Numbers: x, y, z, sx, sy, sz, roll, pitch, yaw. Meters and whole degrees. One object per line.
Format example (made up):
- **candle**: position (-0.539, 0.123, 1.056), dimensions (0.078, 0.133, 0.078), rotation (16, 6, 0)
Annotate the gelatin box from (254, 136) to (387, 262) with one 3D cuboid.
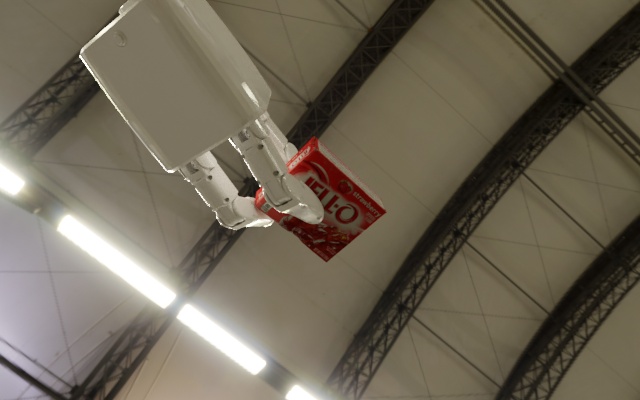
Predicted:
- **gelatin box**: position (0.000, 0.001, 0.414), dimensions (0.089, 0.073, 0.030), rotation (41, 18, -23)
